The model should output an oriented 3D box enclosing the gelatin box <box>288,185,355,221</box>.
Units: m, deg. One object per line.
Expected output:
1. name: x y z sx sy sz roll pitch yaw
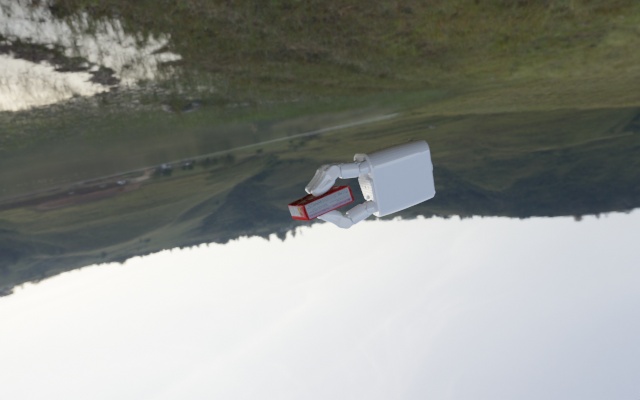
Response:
1. gelatin box: 0.000 0.003 0.783 0.089 0.030 0.073 -24 10 -21
